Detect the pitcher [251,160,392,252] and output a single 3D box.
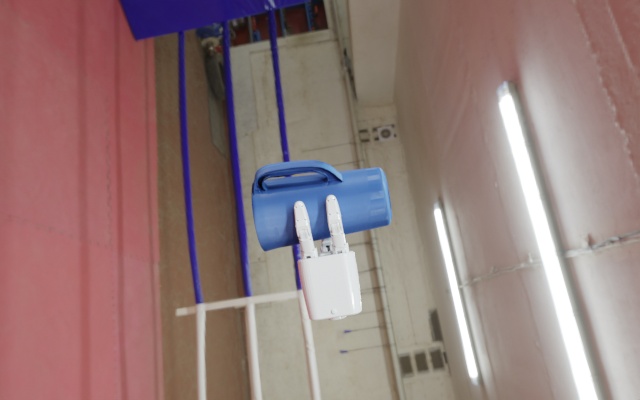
[{"bbox_3d":[0.000,0.003,0.863,0.243,0.145,0.149,-9,-5,3],"label":"pitcher"}]
